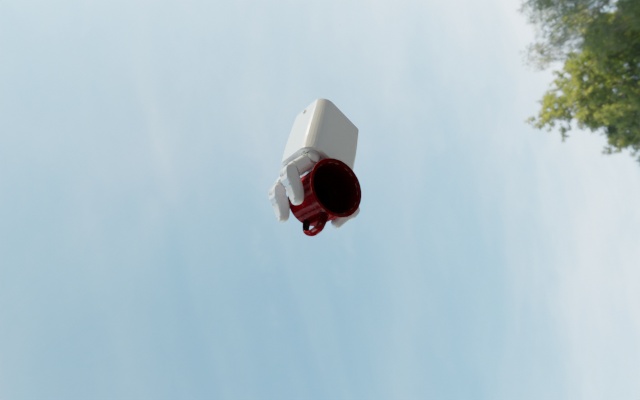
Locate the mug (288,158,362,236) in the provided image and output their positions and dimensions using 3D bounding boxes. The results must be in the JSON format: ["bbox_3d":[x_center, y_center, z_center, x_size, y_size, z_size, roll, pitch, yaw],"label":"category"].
[{"bbox_3d":[0.000,0.004,0.733,0.093,0.117,0.081,27,-31,-25],"label":"mug"}]
